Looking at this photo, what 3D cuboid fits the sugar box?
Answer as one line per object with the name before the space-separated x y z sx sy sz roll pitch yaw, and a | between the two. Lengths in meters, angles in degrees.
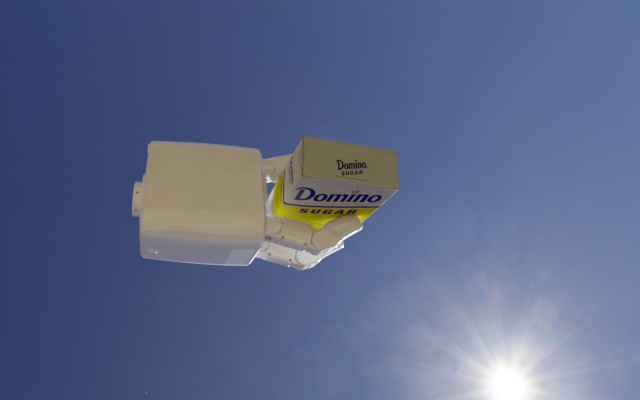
sugar box | 0.000 0.002 0.488 0.093 0.048 0.176 7 -23 -16
